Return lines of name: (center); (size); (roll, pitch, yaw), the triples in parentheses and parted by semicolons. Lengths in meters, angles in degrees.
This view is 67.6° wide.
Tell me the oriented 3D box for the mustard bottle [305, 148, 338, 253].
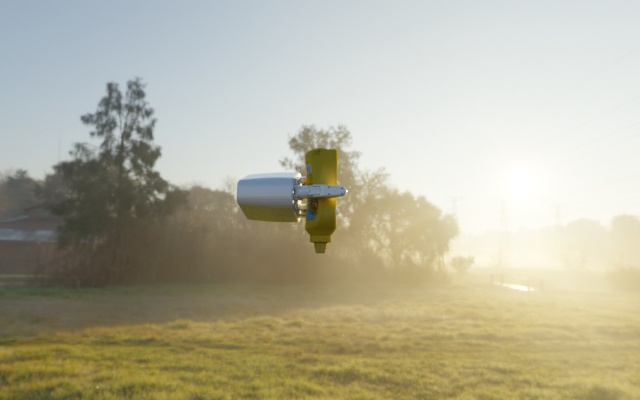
mustard bottle: (0.000, 0.003, 0.896); (0.058, 0.191, 0.096); (3, -6, -19)
